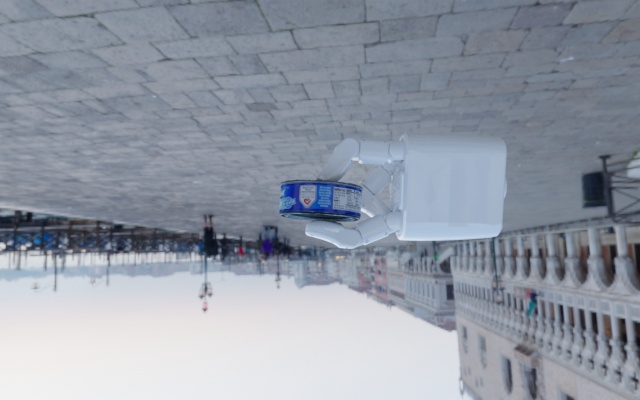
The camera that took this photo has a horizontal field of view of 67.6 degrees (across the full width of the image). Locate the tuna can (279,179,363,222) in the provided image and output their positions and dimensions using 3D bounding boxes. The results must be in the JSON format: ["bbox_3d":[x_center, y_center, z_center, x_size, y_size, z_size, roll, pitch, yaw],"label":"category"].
[{"bbox_3d":[0.000,0.002,0.494,0.086,0.033,0.086,3,-7,0],"label":"tuna can"}]
